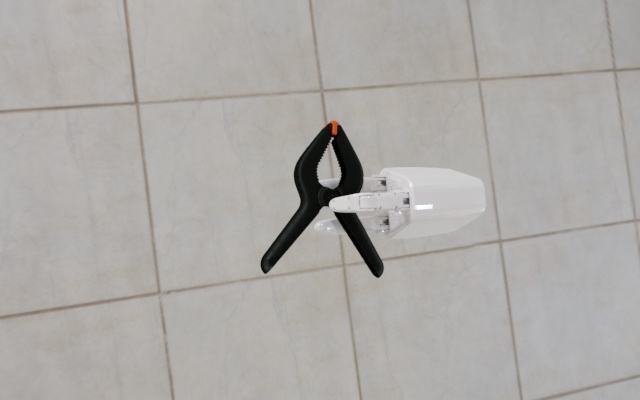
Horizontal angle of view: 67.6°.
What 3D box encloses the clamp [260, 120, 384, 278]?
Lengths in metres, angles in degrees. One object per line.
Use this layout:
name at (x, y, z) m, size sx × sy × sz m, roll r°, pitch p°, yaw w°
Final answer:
clamp at (0.001, 0.001, 0.620) m, size 0.164 × 0.210 × 0.036 m, roll -2°, pitch -2°, yaw -17°
